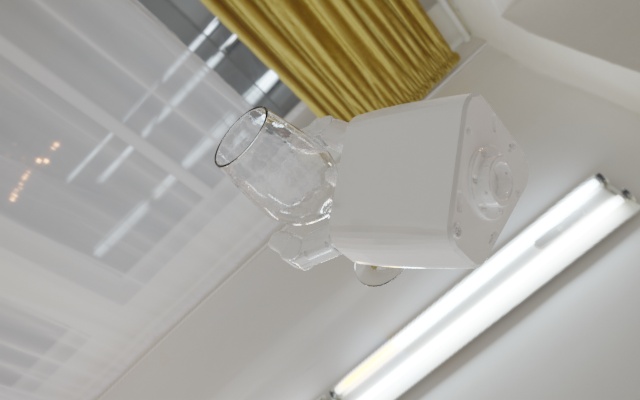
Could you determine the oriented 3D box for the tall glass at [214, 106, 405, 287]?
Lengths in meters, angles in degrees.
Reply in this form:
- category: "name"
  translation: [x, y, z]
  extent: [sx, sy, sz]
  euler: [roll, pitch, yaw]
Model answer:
- category: "tall glass"
  translation: [0.000, 0.002, 0.437]
  extent: [0.201, 0.079, 0.079]
  euler: [39, -23, -32]
